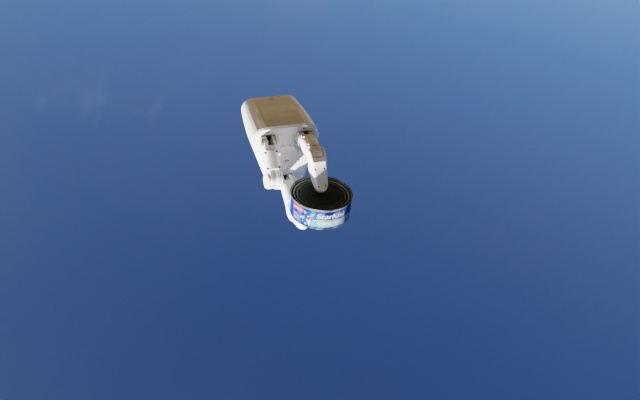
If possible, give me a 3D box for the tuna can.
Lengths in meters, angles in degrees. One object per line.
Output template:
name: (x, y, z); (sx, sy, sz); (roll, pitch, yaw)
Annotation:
tuna can: (0.000, 0.003, 0.655); (0.086, 0.034, 0.086); (4, 34, -3)
